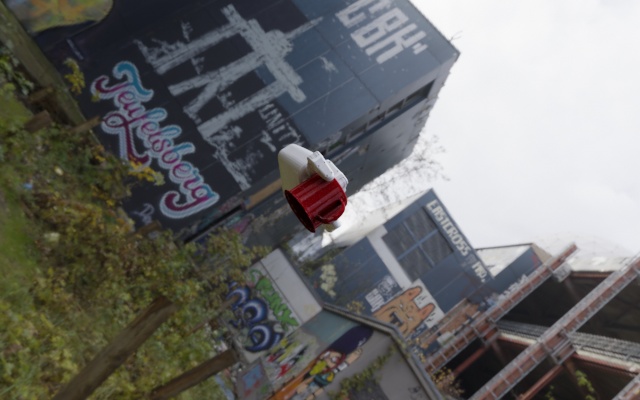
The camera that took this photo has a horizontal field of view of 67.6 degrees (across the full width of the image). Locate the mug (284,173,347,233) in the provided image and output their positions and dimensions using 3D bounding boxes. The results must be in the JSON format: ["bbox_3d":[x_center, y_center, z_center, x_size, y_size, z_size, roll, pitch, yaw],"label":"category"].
[{"bbox_3d":[0.001,0.003,0.850,0.081,0.093,0.117,-34,36,-14],"label":"mug"}]
